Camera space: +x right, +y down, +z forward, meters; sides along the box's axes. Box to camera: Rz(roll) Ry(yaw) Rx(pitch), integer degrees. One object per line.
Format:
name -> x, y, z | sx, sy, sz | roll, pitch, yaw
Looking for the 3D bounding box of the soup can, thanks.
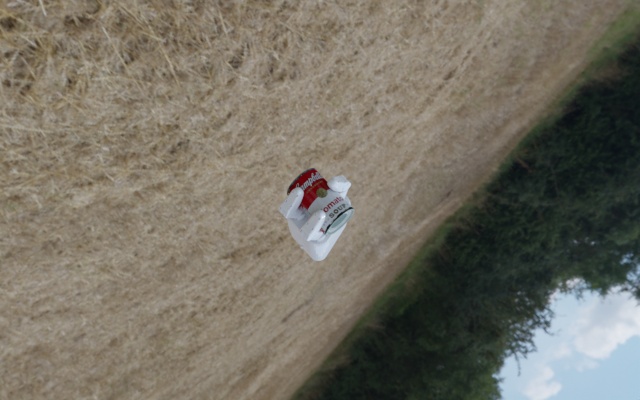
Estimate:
soup can -> 0.000, 0.003, 0.820 | 0.102, 0.068, 0.068 | 46, 17, 18
